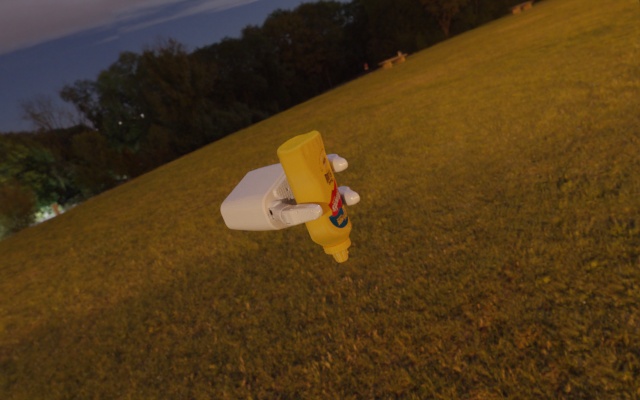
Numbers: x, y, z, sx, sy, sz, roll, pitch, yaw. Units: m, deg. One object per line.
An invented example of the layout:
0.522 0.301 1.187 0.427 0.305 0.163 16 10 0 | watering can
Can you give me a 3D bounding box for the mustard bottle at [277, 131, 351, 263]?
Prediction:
0.000 0.002 0.683 0.058 0.192 0.096 -15 17 18 | mustard bottle
